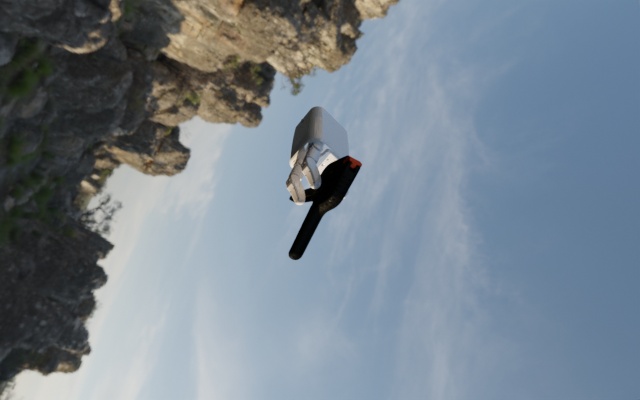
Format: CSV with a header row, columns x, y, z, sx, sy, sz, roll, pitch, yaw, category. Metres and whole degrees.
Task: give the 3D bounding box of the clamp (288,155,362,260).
x,y,z,sx,sy,sz,roll,pitch,yaw,category
0.001,0.003,0.863,0.036,0.164,0.210,24,-45,-25,clamp
